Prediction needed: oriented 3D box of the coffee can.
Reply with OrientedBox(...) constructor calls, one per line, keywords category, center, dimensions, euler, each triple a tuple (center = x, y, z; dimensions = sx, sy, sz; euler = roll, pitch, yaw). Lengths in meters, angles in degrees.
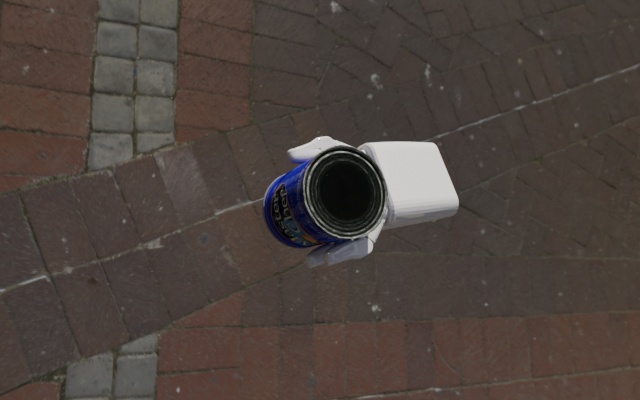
OrientedBox(category="coffee can", center=(0.000, 0.002, 0.569), dimensions=(0.103, 0.103, 0.140), euler=(0, -9, -24))
